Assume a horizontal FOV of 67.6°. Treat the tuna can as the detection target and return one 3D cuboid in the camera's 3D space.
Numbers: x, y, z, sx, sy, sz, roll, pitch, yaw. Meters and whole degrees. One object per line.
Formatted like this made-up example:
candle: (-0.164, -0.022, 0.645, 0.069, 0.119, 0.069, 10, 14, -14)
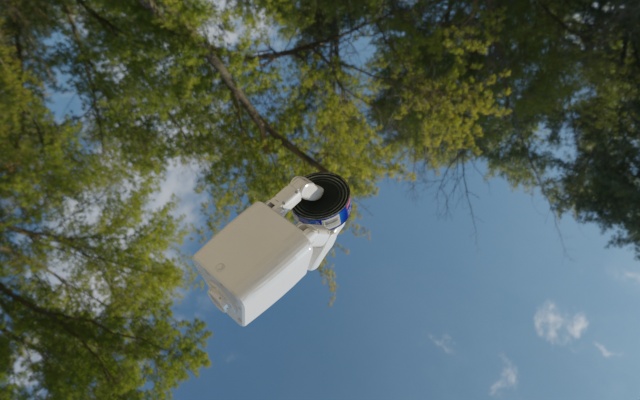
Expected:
tuna can: (0.000, 0.002, 0.660, 0.086, 0.086, 0.034, 0, -40, 11)
